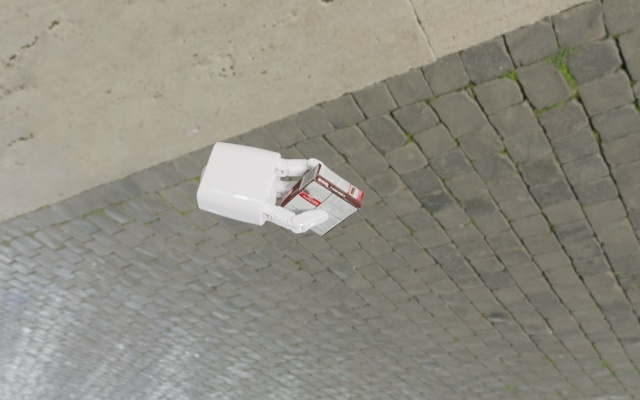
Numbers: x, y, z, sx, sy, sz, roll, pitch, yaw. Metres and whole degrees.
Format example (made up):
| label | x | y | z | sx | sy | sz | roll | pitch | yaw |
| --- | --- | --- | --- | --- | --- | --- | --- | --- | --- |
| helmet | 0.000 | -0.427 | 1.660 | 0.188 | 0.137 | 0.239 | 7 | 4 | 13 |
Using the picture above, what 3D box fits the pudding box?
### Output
| label | x | y | z | sx | sy | sz | roll | pitch | yaw |
| --- | --- | --- | --- | --- | --- | --- | --- | --- | --- |
| pudding box | 0.000 | 0.003 | 0.757 | 0.090 | 0.039 | 0.113 | 32 | -40 | -17 |
